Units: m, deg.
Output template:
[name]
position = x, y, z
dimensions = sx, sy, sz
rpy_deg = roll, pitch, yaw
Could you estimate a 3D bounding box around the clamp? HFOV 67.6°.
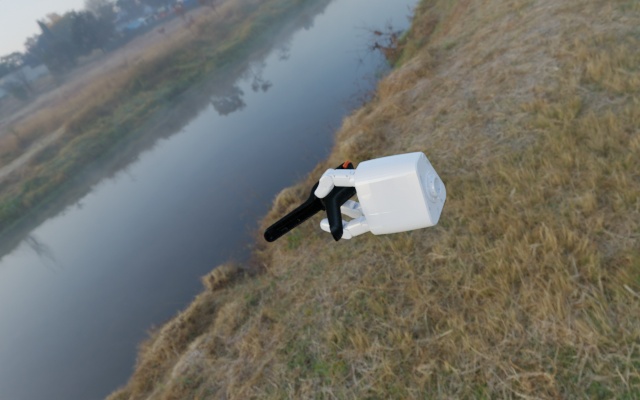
[clamp]
position = 0.000, 0.002, 0.839
dimensions = 0.164, 0.036, 0.210
rpy_deg = -9, 34, 34
